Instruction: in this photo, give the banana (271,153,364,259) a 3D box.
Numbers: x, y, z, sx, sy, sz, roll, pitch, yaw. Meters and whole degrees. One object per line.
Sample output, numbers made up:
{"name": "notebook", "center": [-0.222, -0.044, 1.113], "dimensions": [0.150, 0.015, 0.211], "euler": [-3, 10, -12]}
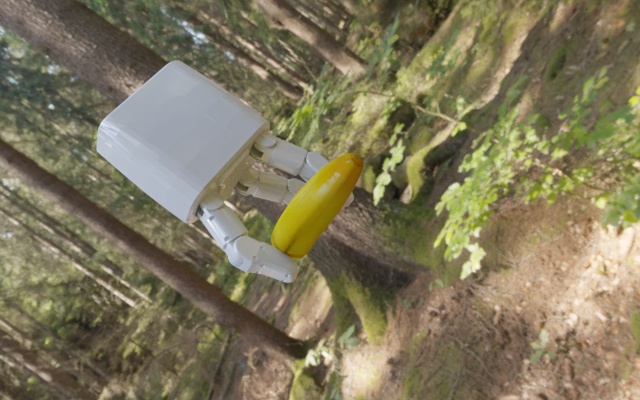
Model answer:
{"name": "banana", "center": [-0.012, 0.016, 0.409], "dimensions": [0.037, 0.069, 0.198], "euler": [38, -18, 3]}
